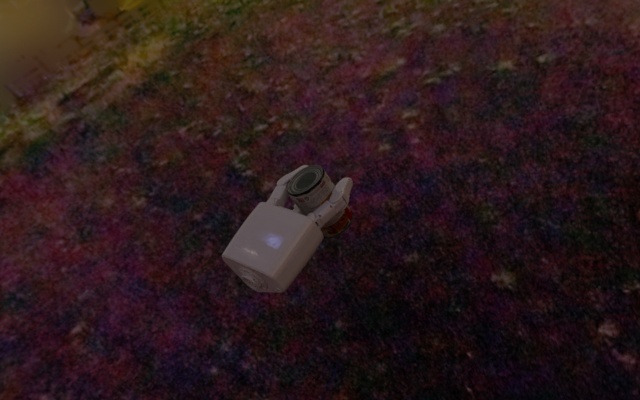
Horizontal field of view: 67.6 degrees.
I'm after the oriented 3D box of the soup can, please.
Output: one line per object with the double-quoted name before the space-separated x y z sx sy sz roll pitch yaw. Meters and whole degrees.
"soup can" 0.000 0.002 0.757 0.068 0.068 0.102 0 -43 42
